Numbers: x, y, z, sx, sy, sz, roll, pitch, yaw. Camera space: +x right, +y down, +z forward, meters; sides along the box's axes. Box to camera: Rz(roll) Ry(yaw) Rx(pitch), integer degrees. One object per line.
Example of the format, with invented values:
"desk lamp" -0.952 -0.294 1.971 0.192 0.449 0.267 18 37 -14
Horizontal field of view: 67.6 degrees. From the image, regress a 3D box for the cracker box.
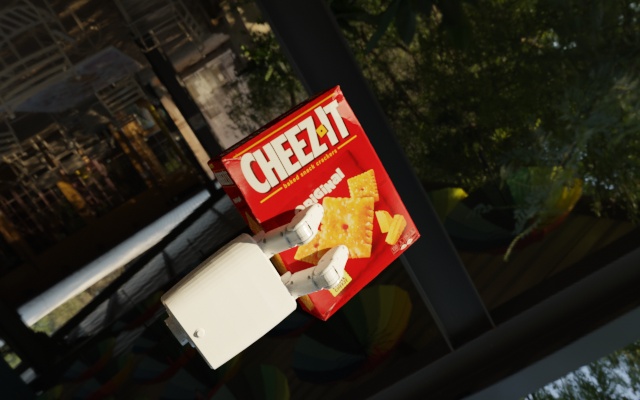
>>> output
"cracker box" 0.000 0.002 0.555 0.164 0.214 0.072 -36 16 -21
